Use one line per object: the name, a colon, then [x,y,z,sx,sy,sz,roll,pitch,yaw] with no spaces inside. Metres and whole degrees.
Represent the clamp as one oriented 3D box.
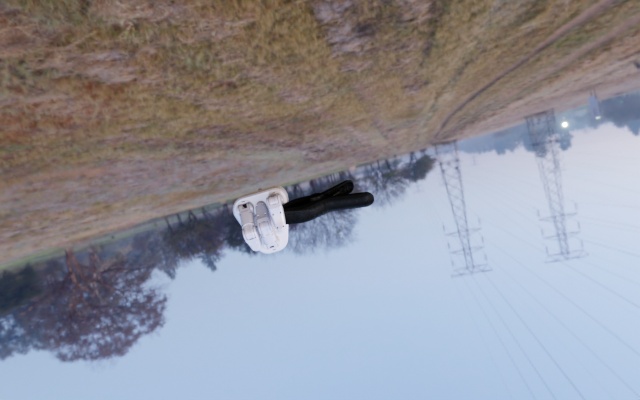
clamp: [0.000,0.003,0.834,0.171,0.039,0.120,-12,11,-3]
